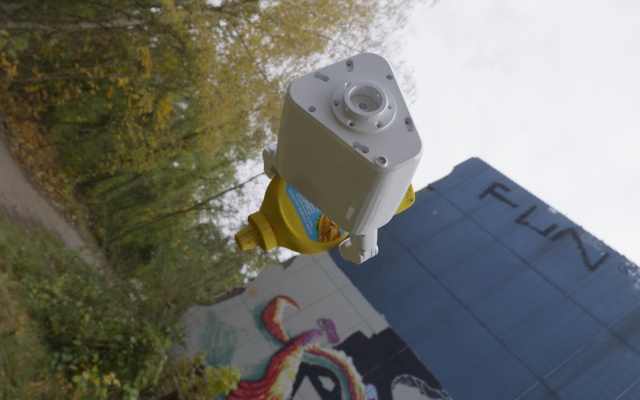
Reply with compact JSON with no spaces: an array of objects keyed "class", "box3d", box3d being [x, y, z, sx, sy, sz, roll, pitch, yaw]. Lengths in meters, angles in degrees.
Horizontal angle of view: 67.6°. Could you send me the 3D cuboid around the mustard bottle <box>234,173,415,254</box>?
[{"class":"mustard bottle","box3d":[0.000,0.002,0.499,0.191,0.096,0.058,-26,2,-19]}]
